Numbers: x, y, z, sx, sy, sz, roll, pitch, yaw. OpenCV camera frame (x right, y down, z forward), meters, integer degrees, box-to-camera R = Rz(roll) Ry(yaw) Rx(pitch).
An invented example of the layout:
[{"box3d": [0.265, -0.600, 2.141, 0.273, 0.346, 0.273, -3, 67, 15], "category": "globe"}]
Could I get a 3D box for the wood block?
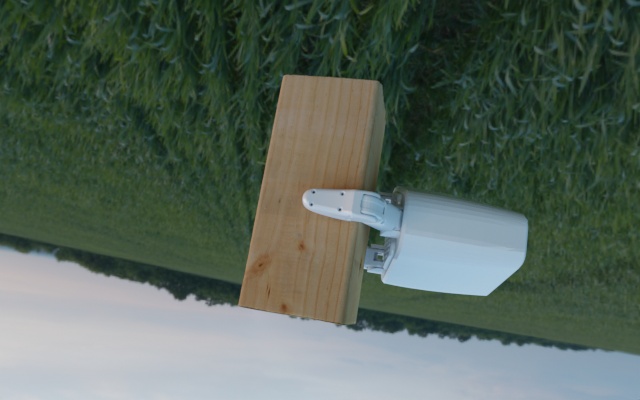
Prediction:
[{"box3d": [0.000, 0.002, 0.437, 0.090, 0.206, 0.091, 7, -12, 12], "category": "wood block"}]
